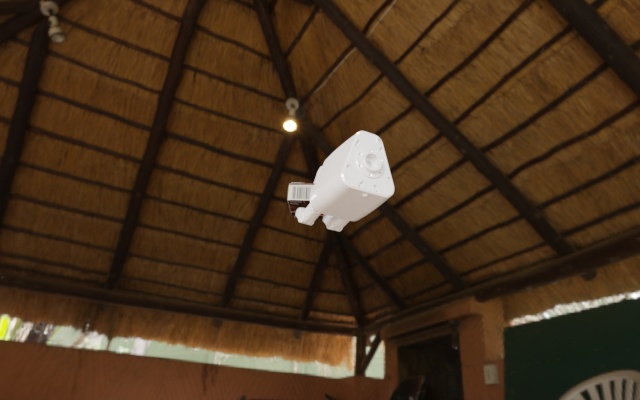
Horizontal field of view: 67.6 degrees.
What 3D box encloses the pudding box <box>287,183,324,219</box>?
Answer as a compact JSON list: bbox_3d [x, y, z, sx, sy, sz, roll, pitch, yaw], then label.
[{"bbox_3d":[0.000,0.003,0.869,0.113,0.039,0.090,3,-23,4],"label":"pudding box"}]
